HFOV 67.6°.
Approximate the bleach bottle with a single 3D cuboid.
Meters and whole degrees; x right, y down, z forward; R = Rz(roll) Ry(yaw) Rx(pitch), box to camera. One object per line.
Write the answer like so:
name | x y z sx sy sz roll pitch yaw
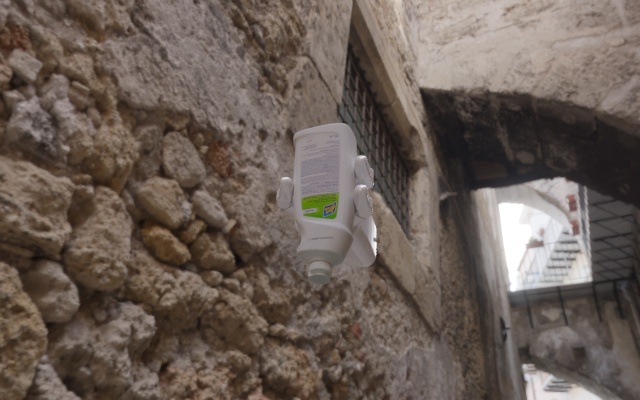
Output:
bleach bottle | 0.000 0.002 0.692 0.102 0.250 0.068 -10 -38 21
